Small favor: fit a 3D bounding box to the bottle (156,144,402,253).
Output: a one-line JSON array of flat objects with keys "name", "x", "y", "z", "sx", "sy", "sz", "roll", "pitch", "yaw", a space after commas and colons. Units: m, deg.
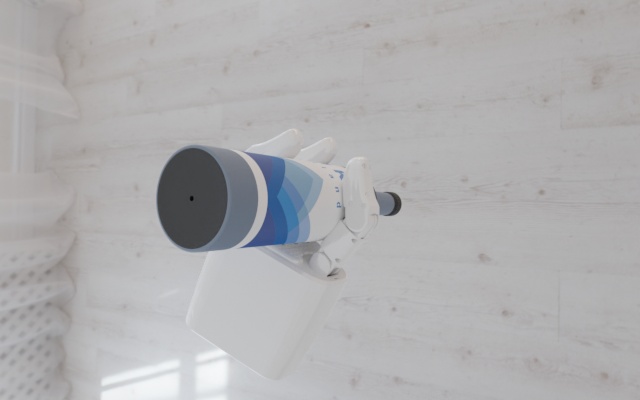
[{"name": "bottle", "x": 0.000, "y": 0.001, "z": 0.415, "sx": 0.069, "sy": 0.069, "sz": 0.296, "roll": 0, "pitch": -1, "yaw": 33}]
